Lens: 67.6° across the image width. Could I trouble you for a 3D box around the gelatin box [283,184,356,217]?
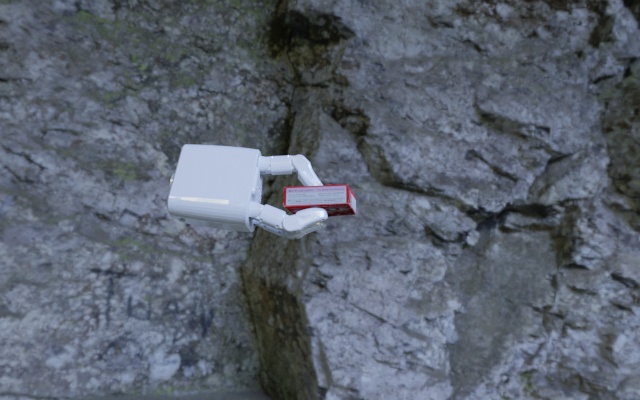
[{"bbox_3d":[0.000,0.002,0.652,0.089,0.030,0.073,-3,-13,11],"label":"gelatin box"}]
